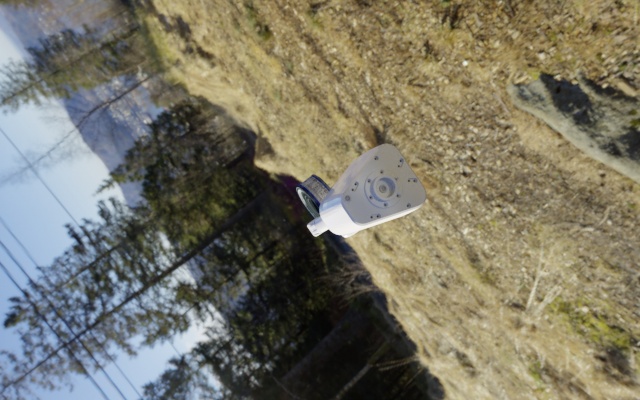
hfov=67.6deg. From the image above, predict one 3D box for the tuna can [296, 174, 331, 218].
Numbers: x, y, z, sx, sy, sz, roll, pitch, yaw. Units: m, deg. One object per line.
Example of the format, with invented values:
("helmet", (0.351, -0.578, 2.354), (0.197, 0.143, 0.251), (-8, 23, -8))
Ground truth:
("tuna can", (0.000, 0.003, 0.755), (0.033, 0.086, 0.086), (-38, 9, -12))
